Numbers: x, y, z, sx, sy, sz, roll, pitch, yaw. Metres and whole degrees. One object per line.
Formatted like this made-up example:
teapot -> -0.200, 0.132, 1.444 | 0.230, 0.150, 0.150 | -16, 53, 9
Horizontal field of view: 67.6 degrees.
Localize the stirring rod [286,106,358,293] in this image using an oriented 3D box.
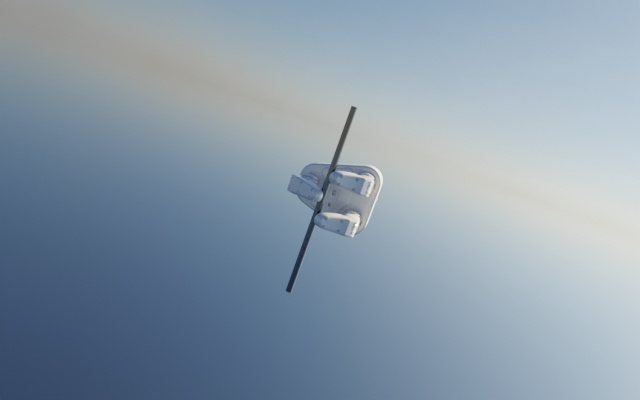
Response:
stirring rod -> 0.000, 0.002, 0.580 | 0.011, 0.239, 0.011 | 19, 9, -3
